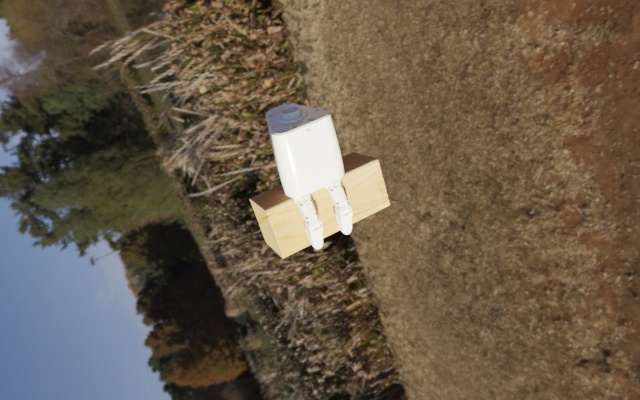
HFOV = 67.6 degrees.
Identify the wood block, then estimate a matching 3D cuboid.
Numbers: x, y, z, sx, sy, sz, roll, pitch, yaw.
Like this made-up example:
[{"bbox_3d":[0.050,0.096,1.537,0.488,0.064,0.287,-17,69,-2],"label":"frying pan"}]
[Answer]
[{"bbox_3d":[0.000,0.002,0.802,0.206,0.090,0.091,-25,22,-17],"label":"wood block"}]
